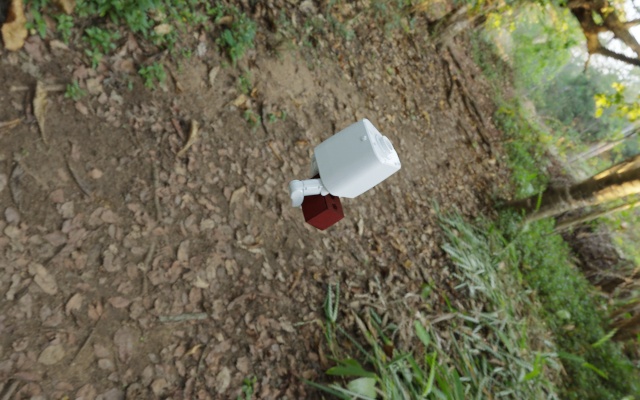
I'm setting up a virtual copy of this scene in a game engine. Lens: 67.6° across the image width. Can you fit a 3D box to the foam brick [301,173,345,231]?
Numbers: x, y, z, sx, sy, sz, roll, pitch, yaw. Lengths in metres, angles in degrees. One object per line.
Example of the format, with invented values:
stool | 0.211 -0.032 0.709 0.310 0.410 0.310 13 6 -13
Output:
foam brick | 0.000 0.003 0.837 0.051 0.078 0.053 -30 -34 24
